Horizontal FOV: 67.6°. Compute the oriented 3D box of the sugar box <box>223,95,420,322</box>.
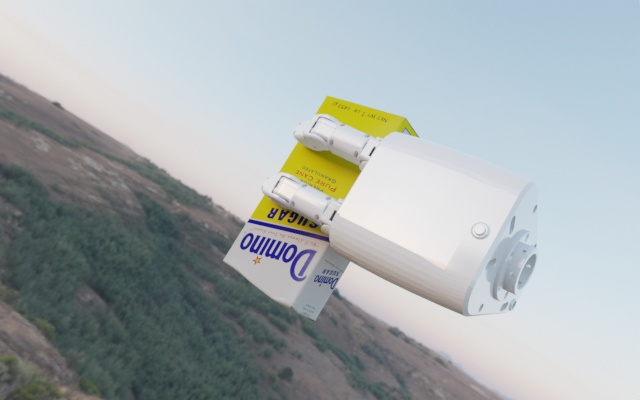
[{"bbox_3d":[0.000,0.001,0.406,0.093,0.176,0.048,25,-11,40],"label":"sugar box"}]
